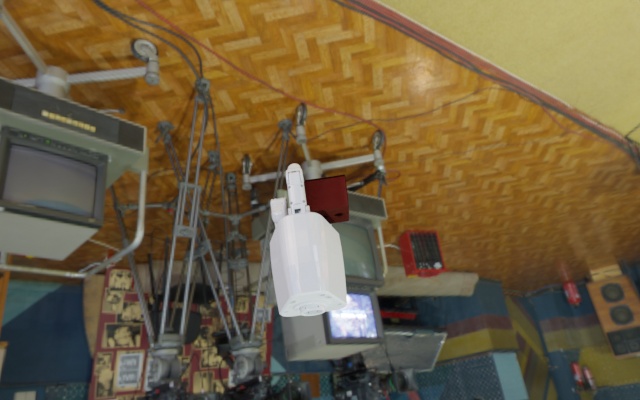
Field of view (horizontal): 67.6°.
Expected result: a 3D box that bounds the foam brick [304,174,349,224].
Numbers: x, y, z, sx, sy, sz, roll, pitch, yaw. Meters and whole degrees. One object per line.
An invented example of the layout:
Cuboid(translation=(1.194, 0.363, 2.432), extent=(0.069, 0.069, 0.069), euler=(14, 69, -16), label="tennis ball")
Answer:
Cuboid(translation=(0.000, 0.002, 0.674), extent=(0.078, 0.051, 0.053), euler=(-8, -27, -1), label="foam brick")
